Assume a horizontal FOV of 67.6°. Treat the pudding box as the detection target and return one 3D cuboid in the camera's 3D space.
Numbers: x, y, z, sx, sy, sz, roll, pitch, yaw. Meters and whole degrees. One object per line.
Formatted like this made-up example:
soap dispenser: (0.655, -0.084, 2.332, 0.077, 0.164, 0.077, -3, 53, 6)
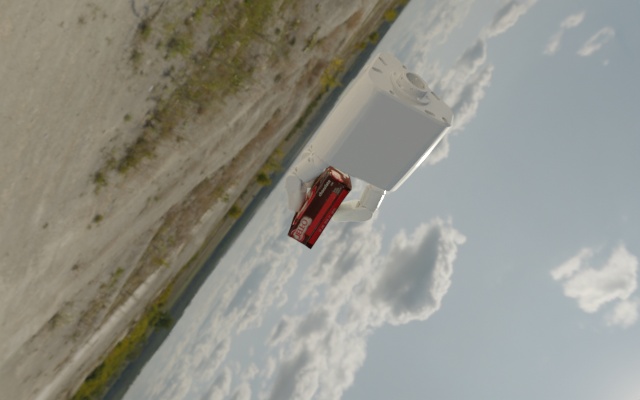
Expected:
pudding box: (0.000, 0.002, 0.603, 0.039, 0.090, 0.113, 34, 11, -3)
